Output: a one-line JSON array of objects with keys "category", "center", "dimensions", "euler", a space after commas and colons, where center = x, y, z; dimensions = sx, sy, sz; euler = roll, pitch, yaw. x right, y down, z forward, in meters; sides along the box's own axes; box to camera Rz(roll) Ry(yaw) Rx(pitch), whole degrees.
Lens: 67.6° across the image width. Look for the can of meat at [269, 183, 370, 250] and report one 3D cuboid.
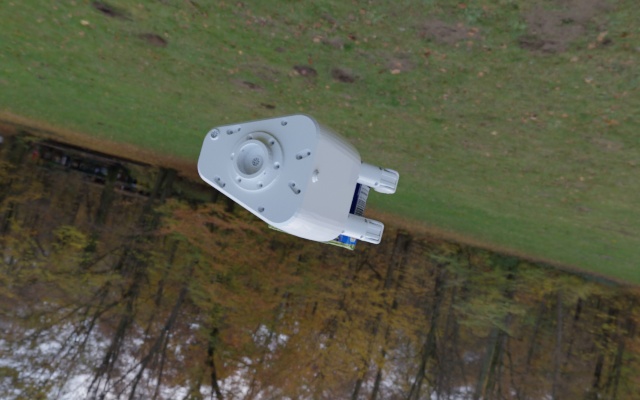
[{"category": "can of meat", "center": [0.000, 0.002, 0.526], "dimensions": [0.102, 0.084, 0.057], "euler": [14, -4, 19]}]
